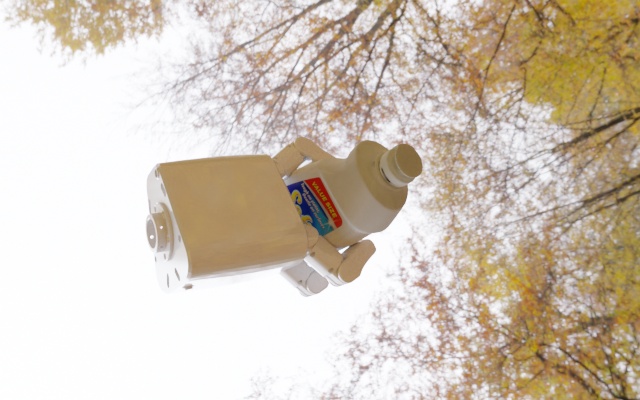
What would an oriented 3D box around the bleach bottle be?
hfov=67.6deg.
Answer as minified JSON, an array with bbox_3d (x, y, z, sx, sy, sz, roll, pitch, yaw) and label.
[{"bbox_3d":[0.000,0.002,0.468,0.068,0.102,0.251,-7,-15,-36],"label":"bleach bottle"}]
